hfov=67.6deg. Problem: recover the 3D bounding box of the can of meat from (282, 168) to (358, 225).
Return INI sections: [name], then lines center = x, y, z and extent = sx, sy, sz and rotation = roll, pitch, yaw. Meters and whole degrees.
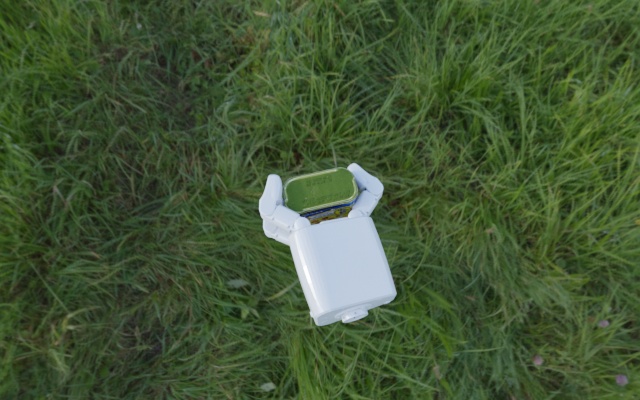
[can of meat]
center = 0.000, 0.002, 0.648
extent = 0.102, 0.057, 0.084
rotation = -13, -23, -5
